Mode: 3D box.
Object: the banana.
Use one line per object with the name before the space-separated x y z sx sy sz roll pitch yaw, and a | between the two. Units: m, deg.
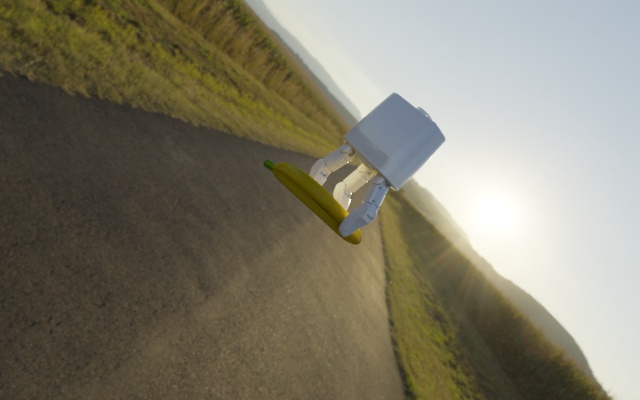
banana | 0.001 0.004 0.705 0.198 0.037 0.069 43 0 -16
